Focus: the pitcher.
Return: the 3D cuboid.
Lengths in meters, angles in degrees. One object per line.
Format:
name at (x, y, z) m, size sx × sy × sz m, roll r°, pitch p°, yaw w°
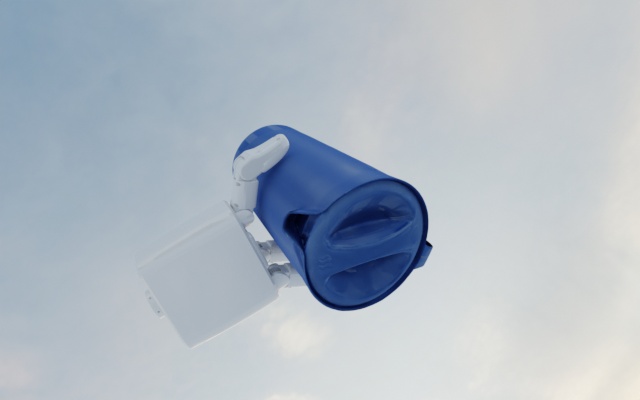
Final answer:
pitcher at (0.000, 0.002, 0.523) m, size 0.145 × 0.149 × 0.242 m, roll -31°, pitch 35°, yaw -14°
